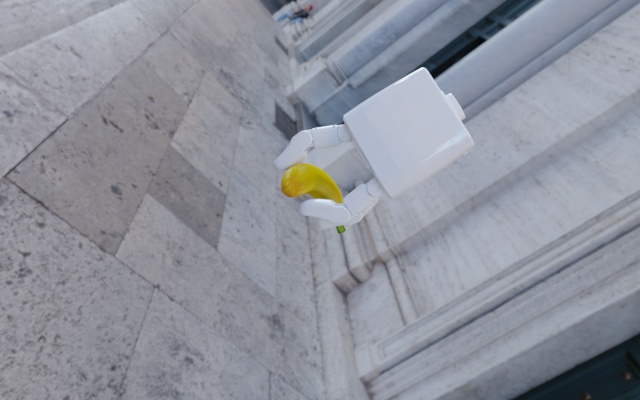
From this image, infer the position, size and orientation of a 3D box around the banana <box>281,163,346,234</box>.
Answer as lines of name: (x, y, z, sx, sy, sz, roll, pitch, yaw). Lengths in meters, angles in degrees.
banana: (-0.005, -0.013, 0.614, 0.037, 0.069, 0.198, -28, -25, 13)
